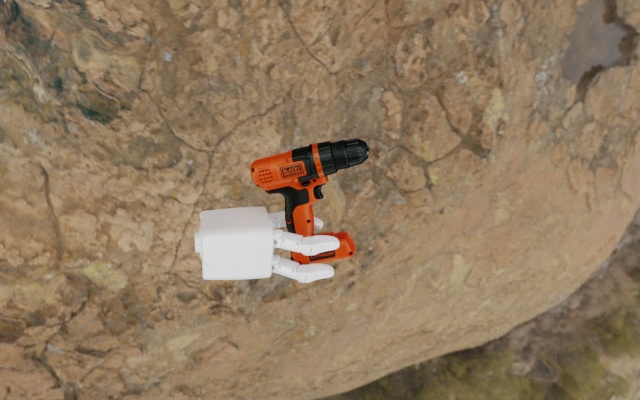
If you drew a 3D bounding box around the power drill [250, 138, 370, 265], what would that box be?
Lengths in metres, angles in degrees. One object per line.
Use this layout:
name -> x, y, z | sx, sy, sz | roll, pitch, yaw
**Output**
power drill -> 0.000, 0.003, 0.750 | 0.184, 0.188, 0.057 | -11, 19, 9
